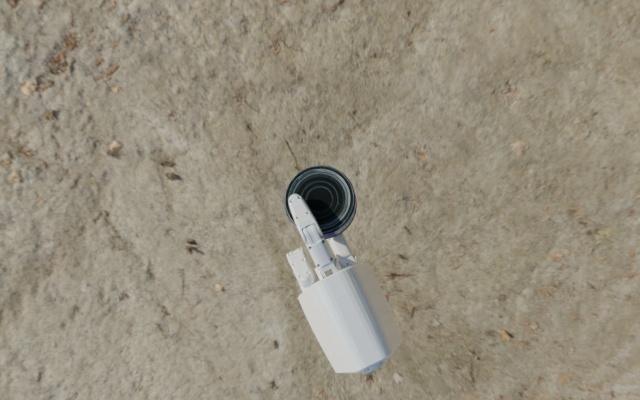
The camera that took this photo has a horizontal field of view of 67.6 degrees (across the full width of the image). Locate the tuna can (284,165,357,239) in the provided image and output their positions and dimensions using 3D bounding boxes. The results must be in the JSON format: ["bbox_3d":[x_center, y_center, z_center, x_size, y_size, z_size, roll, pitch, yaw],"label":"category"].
[{"bbox_3d":[0.000,0.002,0.572,0.086,0.086,0.034,0,-14,7],"label":"tuna can"}]
